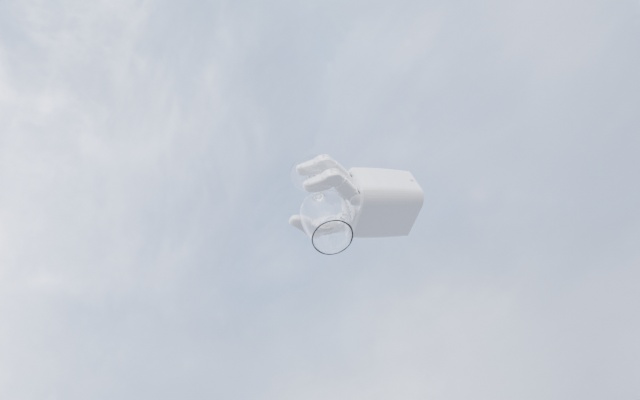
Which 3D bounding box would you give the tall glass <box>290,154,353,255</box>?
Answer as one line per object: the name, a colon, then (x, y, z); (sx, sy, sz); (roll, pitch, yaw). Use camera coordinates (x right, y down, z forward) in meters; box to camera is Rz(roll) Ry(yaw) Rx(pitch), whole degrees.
tall glass: (0.000, 0.002, 0.770); (0.079, 0.079, 0.201); (0, 31, -12)
